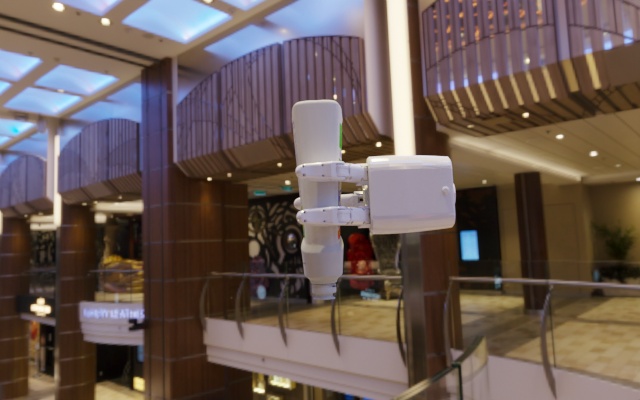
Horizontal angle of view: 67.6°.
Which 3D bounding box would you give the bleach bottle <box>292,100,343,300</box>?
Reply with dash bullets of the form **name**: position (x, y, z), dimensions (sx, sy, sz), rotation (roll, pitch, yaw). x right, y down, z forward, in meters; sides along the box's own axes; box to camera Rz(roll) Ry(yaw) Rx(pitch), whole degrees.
- **bleach bottle**: position (0.000, 0.002, 0.632), dimensions (0.068, 0.251, 0.102), rotation (-3, -5, 1)
